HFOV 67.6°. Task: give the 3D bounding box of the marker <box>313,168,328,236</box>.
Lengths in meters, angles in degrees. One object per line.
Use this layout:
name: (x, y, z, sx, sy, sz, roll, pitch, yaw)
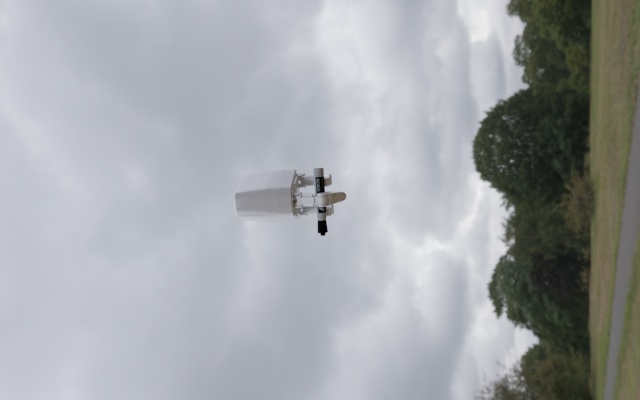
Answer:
marker: (0.000, 0.003, 0.847, 0.020, 0.121, 0.020, -4, 7, 1)
